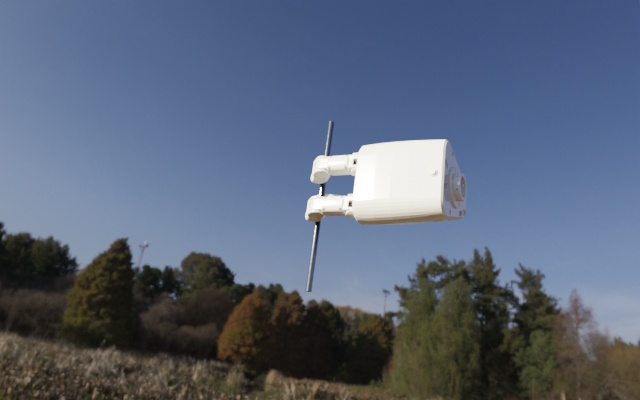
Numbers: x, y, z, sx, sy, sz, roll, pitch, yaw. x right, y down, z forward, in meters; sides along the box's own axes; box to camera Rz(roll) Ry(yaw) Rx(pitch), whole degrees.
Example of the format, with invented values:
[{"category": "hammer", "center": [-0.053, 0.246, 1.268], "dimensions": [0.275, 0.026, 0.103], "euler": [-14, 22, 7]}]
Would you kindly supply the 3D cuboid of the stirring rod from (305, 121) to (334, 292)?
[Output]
[{"category": "stirring rod", "center": [0.000, 0.002, 0.643], "dimensions": [0.011, 0.239, 0.011], "euler": [7, -18, 2]}]
